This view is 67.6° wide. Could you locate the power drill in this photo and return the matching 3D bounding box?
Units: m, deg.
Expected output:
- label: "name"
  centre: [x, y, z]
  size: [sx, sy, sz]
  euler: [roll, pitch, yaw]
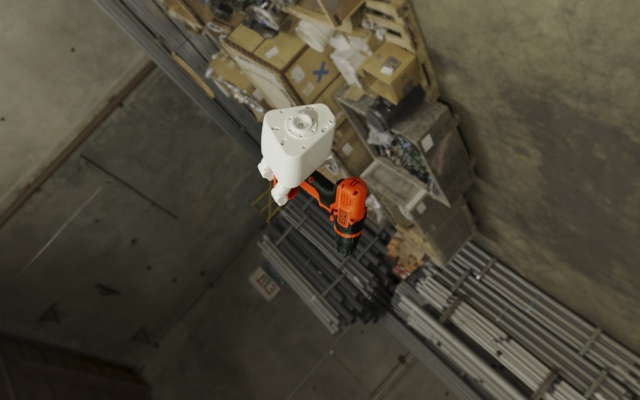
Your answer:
- label: "power drill"
  centre: [0.000, 0.002, 0.880]
  size: [0.187, 0.185, 0.057]
  euler: [30, 48, 23]
